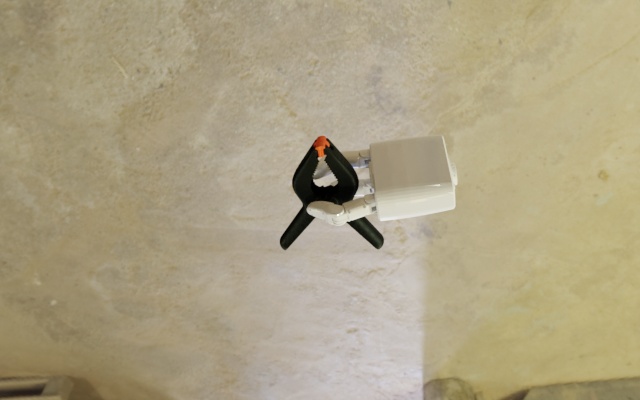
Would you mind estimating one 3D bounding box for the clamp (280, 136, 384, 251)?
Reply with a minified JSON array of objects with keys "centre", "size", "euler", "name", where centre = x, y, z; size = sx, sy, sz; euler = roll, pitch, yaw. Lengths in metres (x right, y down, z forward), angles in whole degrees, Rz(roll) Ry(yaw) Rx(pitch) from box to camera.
[{"centre":[0.000,0.002,0.701],"size":[0.164,0.210,0.036],"euler":[-7,40,10],"name":"clamp"}]
